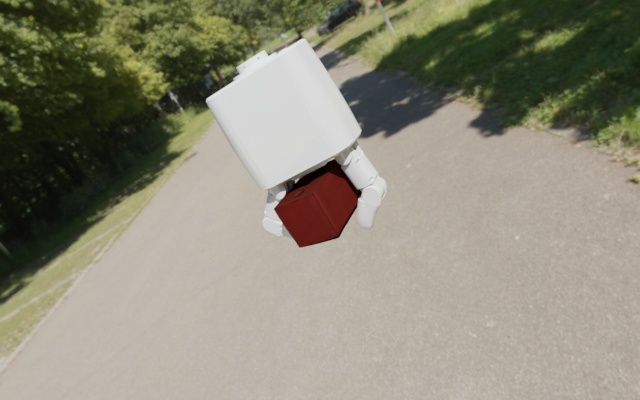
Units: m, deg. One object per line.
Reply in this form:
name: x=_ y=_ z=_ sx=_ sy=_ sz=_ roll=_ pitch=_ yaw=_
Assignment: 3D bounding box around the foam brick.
foam brick: x=0.000 y=0.002 z=0.483 sx=0.053 sy=0.051 sz=0.078 roll=-20 pitch=22 yaw=35
